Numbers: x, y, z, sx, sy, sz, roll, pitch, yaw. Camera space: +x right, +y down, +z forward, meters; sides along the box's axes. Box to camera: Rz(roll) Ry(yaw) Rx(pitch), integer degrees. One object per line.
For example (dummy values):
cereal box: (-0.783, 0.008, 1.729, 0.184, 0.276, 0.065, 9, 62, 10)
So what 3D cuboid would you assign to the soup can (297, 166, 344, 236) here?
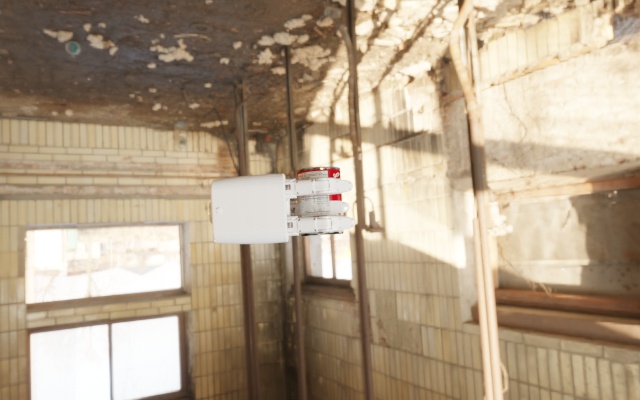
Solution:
soup can: (0.001, 0.003, 0.732, 0.068, 0.102, 0.068, -3, -4, 0)
